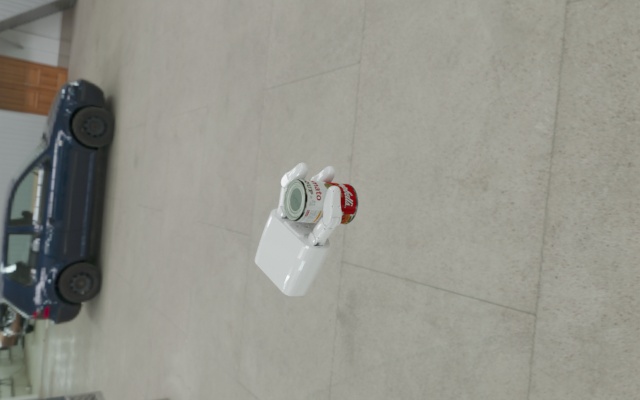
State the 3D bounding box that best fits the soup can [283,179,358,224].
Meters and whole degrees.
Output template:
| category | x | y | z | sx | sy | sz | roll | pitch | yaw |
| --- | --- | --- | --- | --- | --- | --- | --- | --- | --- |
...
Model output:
| category | x | y | z | sx | sy | sz | roll | pitch | yaw |
| --- | --- | --- | --- | --- | --- | --- | --- | --- | --- |
| soup can | 0.000 | 0.002 | 0.766 | 0.102 | 0.068 | 0.068 | 5 | -3 | -34 |
